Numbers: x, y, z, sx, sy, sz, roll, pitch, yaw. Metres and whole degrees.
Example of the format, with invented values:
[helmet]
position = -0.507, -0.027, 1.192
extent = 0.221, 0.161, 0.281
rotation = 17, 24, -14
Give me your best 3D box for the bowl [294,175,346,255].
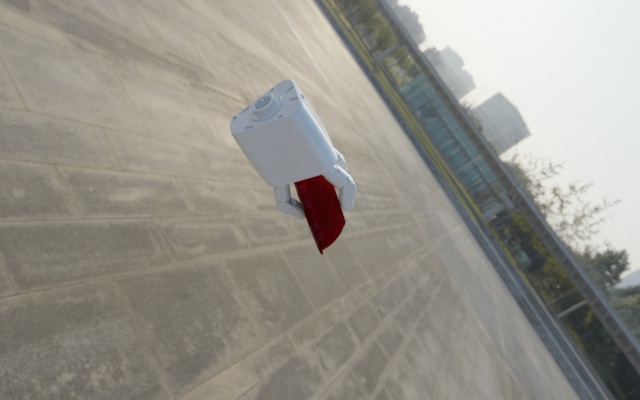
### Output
[bowl]
position = 0.001, 0.003, 0.764
extent = 0.055, 0.162, 0.162
rotation = -19, 0, 0
